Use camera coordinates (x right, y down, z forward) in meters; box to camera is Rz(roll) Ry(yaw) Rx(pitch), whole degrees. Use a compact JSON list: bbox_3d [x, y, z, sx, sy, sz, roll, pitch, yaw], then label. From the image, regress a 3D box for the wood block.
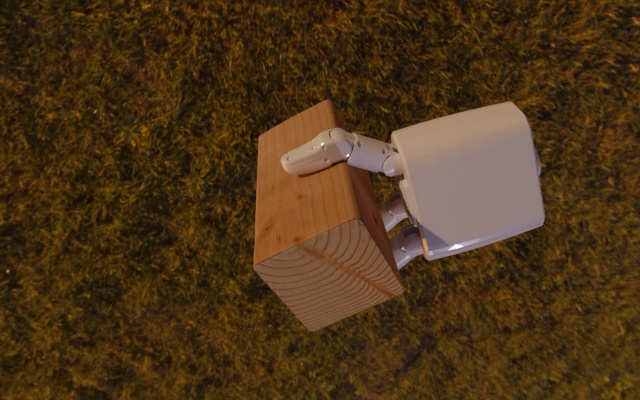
[{"bbox_3d":[0.000,0.001,0.447,0.090,0.091,0.206,-26,34,12],"label":"wood block"}]
